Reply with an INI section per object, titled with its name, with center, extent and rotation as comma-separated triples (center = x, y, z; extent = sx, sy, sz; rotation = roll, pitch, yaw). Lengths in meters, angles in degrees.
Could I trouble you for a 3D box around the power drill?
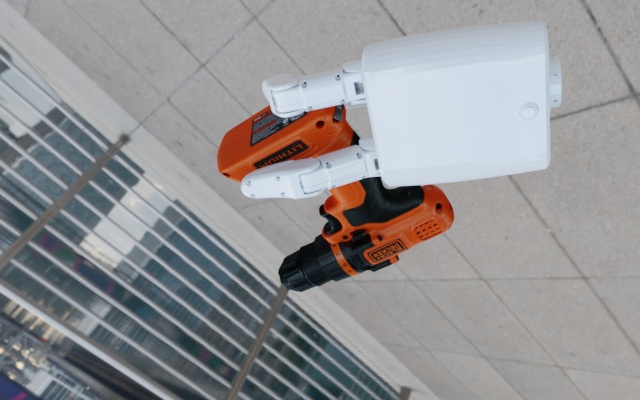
[power drill]
center = 0.000, 0.001, 0.415
extent = 0.184, 0.057, 0.188
rotation = -28, -49, 19
